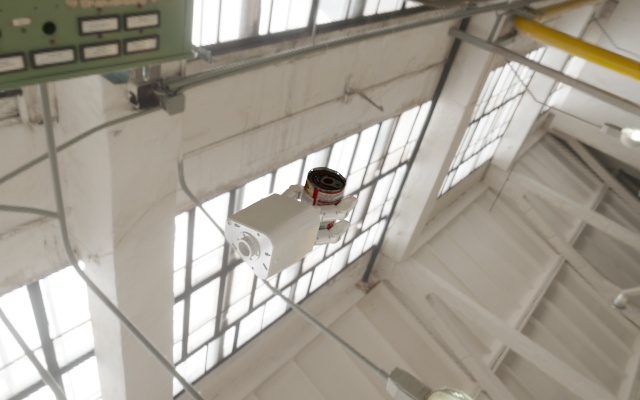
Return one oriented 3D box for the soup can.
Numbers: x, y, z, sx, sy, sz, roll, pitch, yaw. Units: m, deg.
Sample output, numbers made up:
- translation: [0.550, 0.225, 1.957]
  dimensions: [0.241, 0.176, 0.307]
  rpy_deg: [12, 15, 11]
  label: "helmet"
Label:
- translation: [0.000, 0.003, 0.822]
  dimensions: [0.068, 0.102, 0.068]
  rpy_deg: [9, 37, -7]
  label: "soup can"
